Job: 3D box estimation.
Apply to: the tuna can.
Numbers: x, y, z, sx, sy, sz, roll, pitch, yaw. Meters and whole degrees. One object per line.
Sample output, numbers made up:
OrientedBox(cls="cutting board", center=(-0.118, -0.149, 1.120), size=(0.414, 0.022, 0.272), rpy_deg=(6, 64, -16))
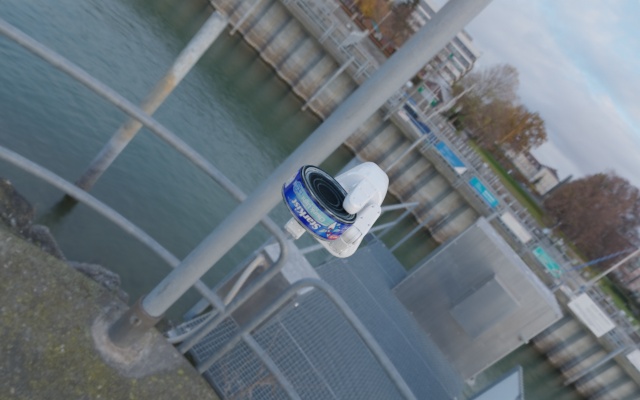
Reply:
OrientedBox(cls="tuna can", center=(0.000, 0.001, 0.527), size=(0.034, 0.086, 0.086), rpy_deg=(-43, -20, 23))
